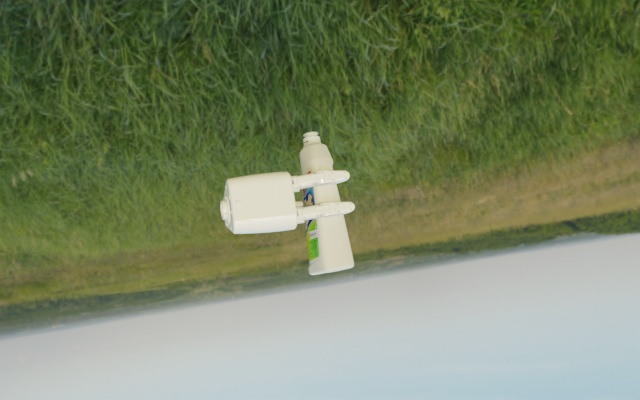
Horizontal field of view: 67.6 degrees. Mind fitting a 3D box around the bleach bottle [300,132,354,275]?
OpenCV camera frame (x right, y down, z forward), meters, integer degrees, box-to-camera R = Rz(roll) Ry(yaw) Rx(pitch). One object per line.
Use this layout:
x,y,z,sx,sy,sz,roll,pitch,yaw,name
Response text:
0.000,0.003,0.859,0.068,0.250,0.102,-6,-10,-19,bleach bottle
